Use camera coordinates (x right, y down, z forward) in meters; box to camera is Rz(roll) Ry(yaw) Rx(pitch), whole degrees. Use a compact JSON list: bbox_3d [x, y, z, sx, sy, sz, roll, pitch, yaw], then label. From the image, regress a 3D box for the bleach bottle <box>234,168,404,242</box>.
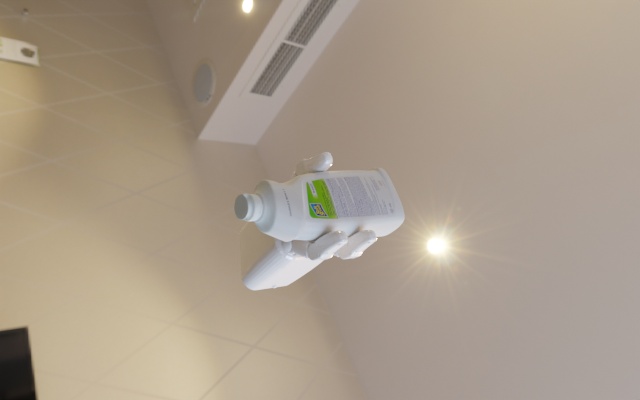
[{"bbox_3d":[0.000,0.002,0.620,0.251,0.102,0.068,1,-33,-43],"label":"bleach bottle"}]
